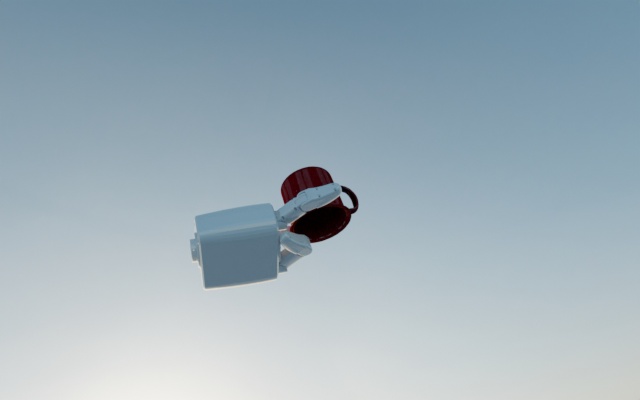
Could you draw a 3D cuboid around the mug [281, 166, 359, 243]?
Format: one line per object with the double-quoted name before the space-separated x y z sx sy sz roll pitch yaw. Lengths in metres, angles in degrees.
"mug" 0.001 0.002 0.710 0.117 0.081 0.093 -9 -36 -18
